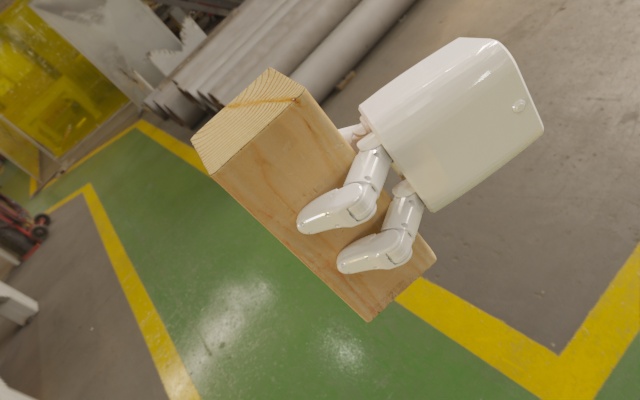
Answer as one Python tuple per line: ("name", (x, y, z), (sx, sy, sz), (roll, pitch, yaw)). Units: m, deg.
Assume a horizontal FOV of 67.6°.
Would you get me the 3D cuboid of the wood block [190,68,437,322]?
("wood block", (0.000, 0.001, 0.409), (0.206, 0.090, 0.090), (48, 0, -33))
